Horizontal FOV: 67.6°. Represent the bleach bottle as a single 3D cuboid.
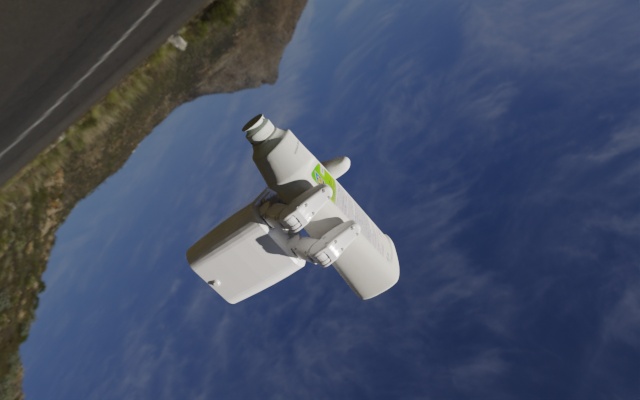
[{"bbox_3d":[0.000,0.002,0.560,0.068,0.251,0.102,-32,26,15],"label":"bleach bottle"}]
